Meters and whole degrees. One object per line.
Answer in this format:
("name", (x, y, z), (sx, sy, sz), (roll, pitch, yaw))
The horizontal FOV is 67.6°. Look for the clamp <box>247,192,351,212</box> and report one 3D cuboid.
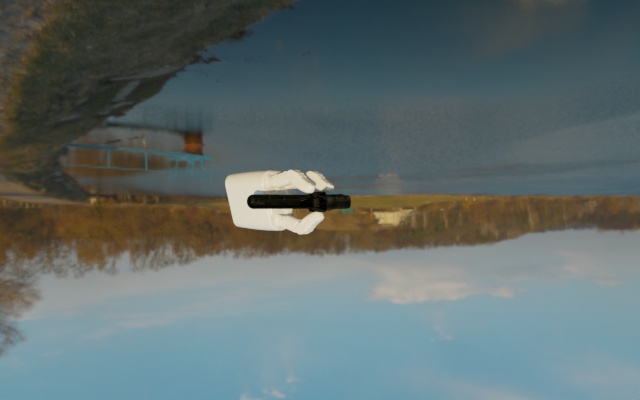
("clamp", (0.000, 0.004, 0.834), (0.164, 0.036, 0.210), (2, 1, 37))
